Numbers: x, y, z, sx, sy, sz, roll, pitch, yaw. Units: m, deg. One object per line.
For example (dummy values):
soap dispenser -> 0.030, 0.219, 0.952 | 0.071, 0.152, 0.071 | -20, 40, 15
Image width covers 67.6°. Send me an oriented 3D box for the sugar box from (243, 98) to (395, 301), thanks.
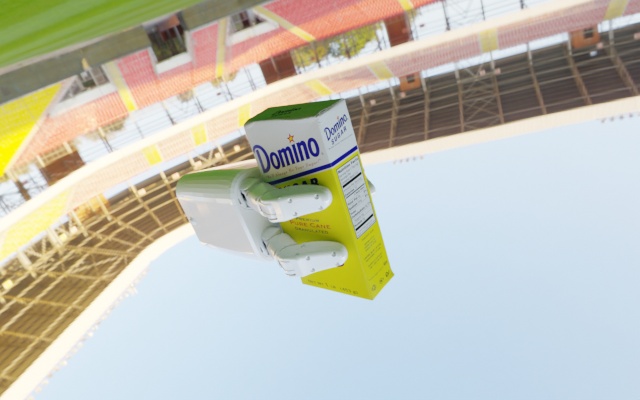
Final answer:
sugar box -> 0.000, 0.002, 0.431 | 0.093, 0.176, 0.048 | 3, 33, 42
